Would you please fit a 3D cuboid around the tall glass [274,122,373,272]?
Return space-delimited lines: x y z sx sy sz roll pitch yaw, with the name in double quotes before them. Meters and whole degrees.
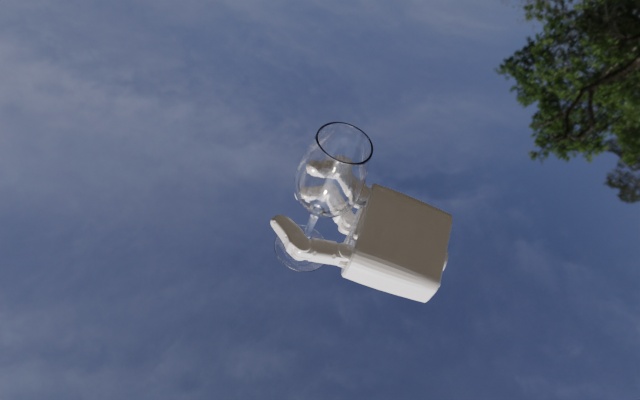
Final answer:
"tall glass" 0.000 0.002 0.563 0.079 0.079 0.201 0 -38 -19
